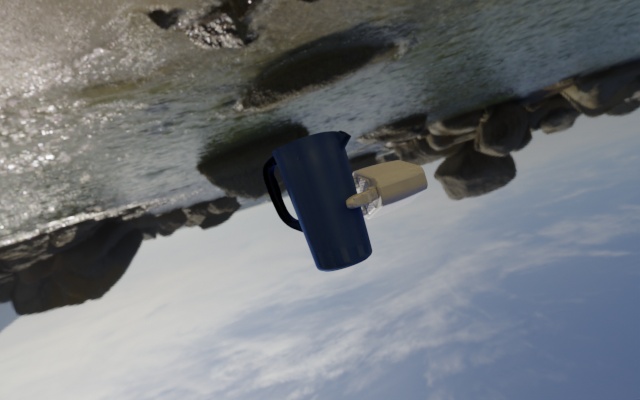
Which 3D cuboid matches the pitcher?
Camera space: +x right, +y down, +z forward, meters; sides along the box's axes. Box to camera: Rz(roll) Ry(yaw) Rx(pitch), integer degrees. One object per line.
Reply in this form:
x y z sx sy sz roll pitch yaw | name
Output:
0.000 0.003 0.875 0.145 0.243 0.149 -18 2 -21 | pitcher
